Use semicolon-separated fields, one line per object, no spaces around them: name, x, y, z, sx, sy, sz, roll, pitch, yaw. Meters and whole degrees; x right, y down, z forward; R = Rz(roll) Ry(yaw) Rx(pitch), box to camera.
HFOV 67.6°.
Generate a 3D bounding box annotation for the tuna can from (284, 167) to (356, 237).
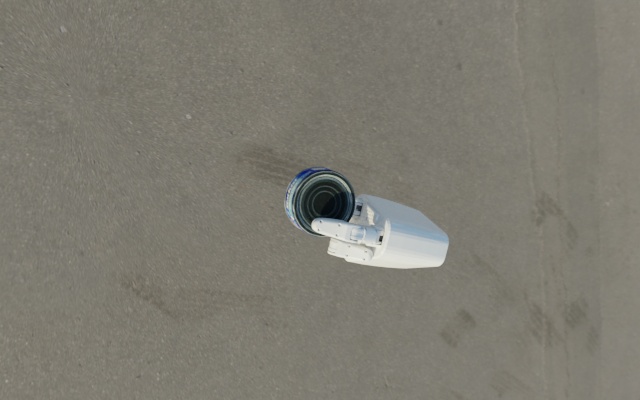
tuna can;0.000;0.002;0.598;0.086;0.086;0.033;0;10;-21
